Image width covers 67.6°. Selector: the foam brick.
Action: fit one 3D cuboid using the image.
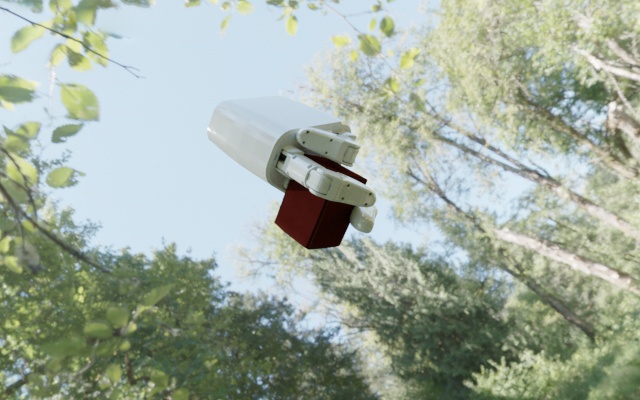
[{"bbox_3d":[0.000,0.002,0.468,0.051,0.078,0.053,31,16,34],"label":"foam brick"}]
